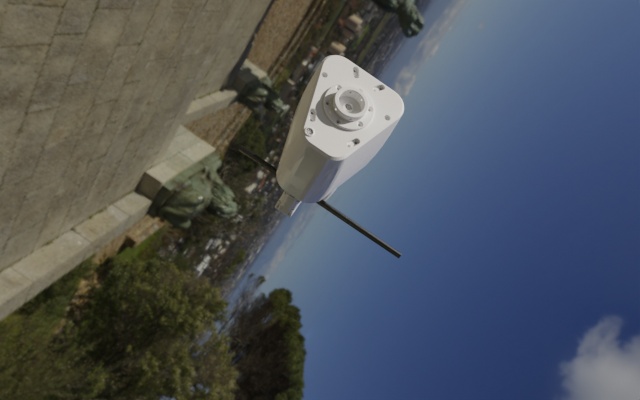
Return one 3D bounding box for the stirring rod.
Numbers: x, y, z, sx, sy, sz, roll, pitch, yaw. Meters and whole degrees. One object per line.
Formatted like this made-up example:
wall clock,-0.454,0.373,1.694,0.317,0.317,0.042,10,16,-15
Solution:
stirring rod,0.000,0.002,0.595,0.239,0.011,0.011,34,-1,-1
